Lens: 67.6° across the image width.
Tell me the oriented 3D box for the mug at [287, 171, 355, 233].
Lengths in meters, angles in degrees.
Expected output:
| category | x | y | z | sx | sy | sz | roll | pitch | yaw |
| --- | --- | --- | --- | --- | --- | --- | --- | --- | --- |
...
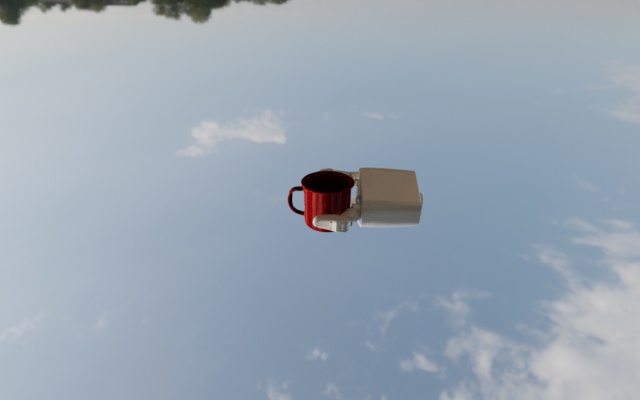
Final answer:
| category | x | y | z | sx | sy | sz | roll | pitch | yaw |
| --- | --- | --- | --- | --- | --- | --- | --- | --- | --- |
| mug | -0.001 | 0.003 | 0.841 | 0.117 | 0.081 | 0.093 | 1 | 28 | 1 |
